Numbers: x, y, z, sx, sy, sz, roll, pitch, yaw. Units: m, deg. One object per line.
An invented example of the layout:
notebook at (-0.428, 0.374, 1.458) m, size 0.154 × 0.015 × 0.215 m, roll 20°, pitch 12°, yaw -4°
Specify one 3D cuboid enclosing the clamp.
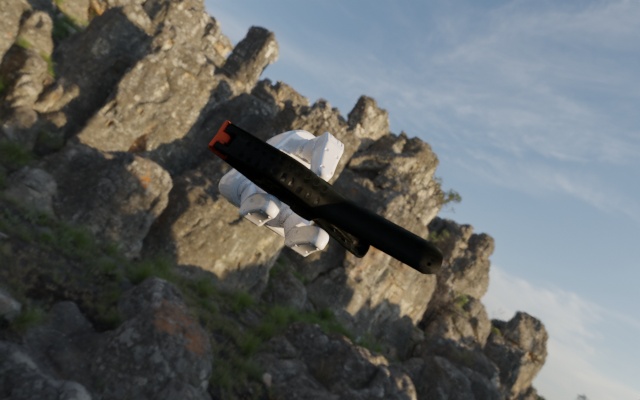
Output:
clamp at (0.000, 0.000, 0.422) m, size 0.210 × 0.036 × 0.164 m, roll 36°, pitch -12°, yaw -20°
